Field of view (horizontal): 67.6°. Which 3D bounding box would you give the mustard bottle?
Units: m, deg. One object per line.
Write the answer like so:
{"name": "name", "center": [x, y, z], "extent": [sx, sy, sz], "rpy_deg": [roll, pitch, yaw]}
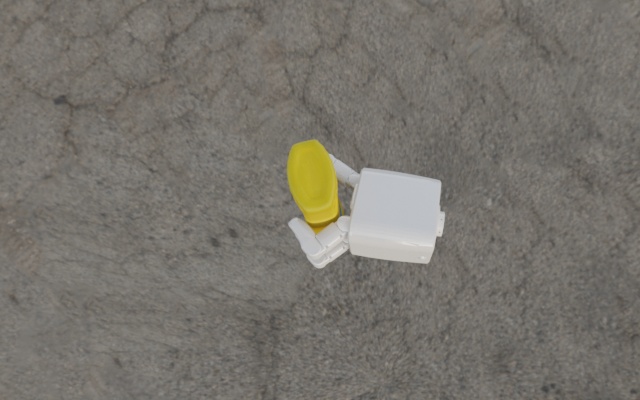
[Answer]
{"name": "mustard bottle", "center": [0.000, 0.002, 0.647], "extent": [0.058, 0.096, 0.192], "rpy_deg": [-15, -22, 2]}
